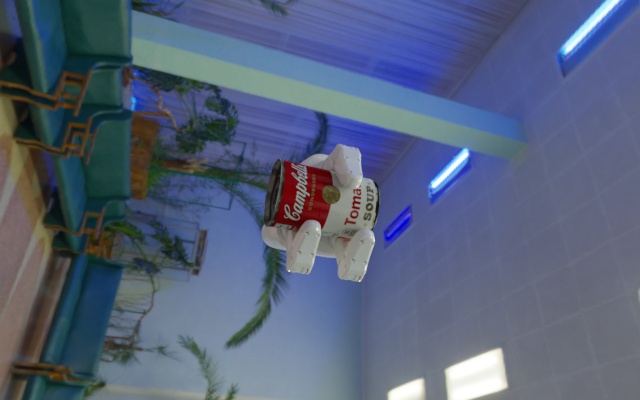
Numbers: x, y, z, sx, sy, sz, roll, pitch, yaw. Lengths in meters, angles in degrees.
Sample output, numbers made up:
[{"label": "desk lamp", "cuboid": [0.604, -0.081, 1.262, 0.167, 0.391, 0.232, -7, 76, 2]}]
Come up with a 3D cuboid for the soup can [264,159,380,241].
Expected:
[{"label": "soup can", "cuboid": [0.001, 0.001, 0.481, 0.102, 0.068, 0.068, 11, -3, -16]}]
